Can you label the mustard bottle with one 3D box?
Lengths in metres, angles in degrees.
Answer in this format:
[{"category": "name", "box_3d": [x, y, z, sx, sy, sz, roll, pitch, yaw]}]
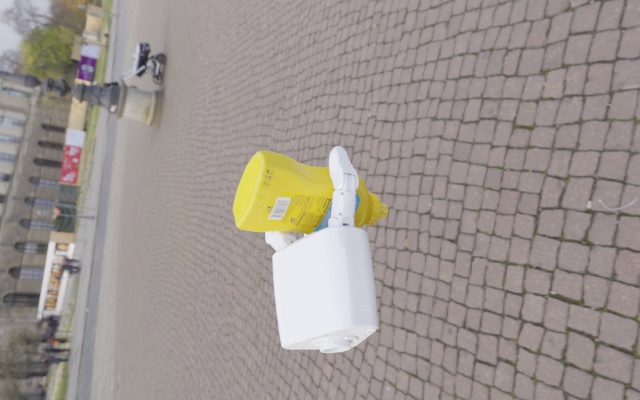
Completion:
[{"category": "mustard bottle", "box_3d": [0.000, 0.002, 0.573, 0.191, 0.096, 0.058, 9, 35, -28]}]
